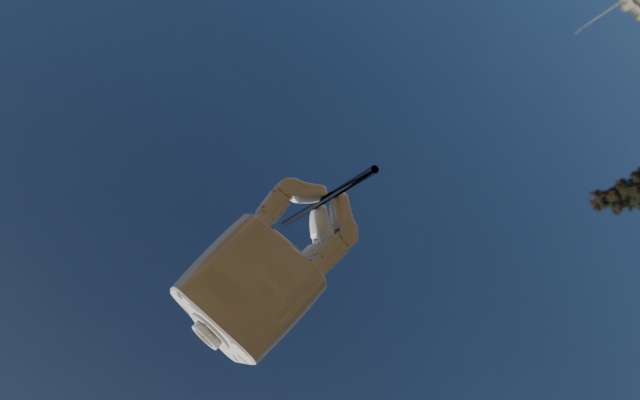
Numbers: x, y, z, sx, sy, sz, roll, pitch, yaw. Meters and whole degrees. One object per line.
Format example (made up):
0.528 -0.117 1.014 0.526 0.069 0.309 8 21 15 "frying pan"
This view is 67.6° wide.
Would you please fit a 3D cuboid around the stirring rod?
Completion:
0.000 0.002 0.540 0.011 0.011 0.239 0 -15 -25 "stirring rod"
